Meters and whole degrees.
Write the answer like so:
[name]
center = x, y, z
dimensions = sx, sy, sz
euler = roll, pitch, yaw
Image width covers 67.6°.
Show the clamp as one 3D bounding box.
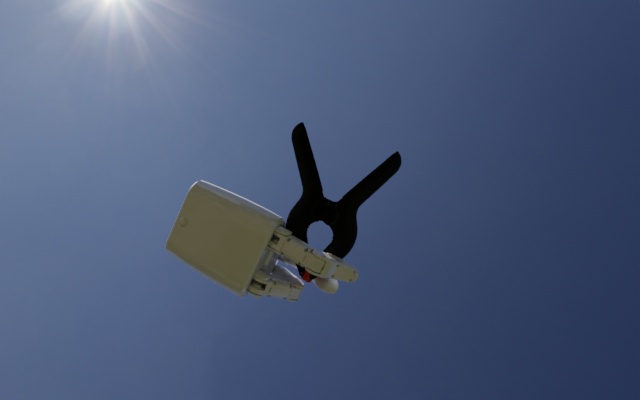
[clamp]
center = 0.000, 0.002, 0.524
dimensions = 0.120, 0.171, 0.039
euler = 27, 8, 9
